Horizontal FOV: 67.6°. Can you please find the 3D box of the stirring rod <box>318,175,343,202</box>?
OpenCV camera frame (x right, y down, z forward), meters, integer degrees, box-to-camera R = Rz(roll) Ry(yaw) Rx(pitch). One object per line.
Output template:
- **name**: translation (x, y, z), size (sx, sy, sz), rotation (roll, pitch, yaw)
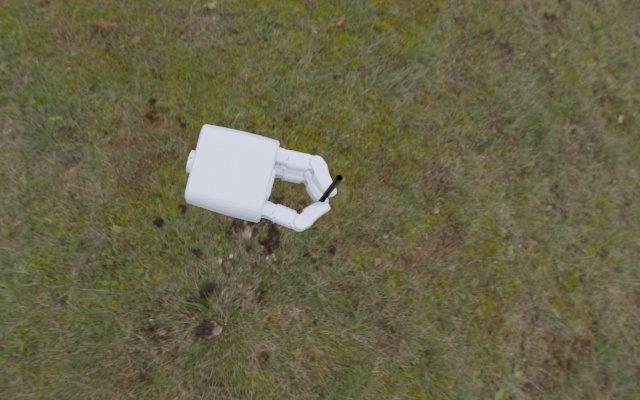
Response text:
- **stirring rod**: translation (0.000, 0.002, 0.687), size (0.011, 0.011, 0.239), rotation (0, -14, -11)
